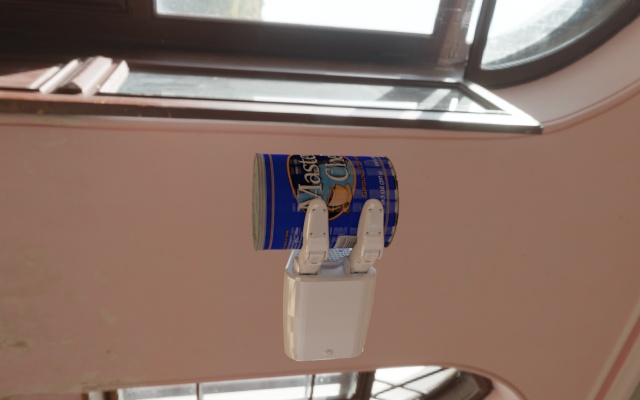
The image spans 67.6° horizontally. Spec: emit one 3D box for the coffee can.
[{"bbox_3d":[0.000,0.001,0.512,0.140,0.103,0.103,0,0,-12],"label":"coffee can"}]
